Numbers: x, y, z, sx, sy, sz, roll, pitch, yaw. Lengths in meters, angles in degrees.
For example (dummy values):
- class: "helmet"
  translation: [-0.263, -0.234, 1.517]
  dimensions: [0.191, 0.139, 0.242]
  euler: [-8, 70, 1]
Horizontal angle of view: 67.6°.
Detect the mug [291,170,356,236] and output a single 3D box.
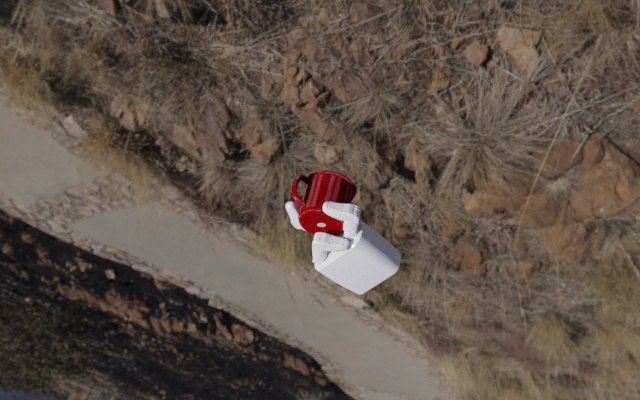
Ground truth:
- class: "mug"
  translation: [-0.001, 0.002, 0.808]
  dimensions: [0.117, 0.081, 0.093]
  euler: [35, -42, -25]
